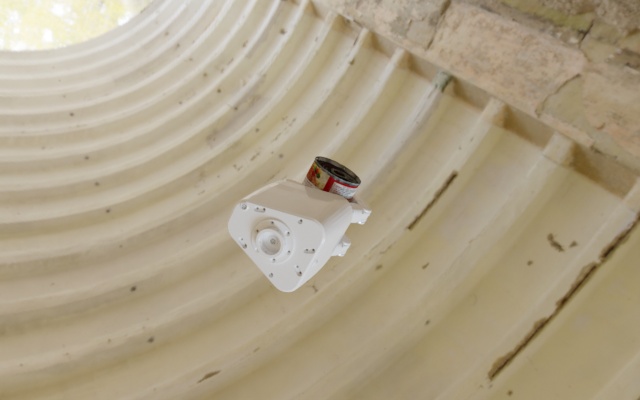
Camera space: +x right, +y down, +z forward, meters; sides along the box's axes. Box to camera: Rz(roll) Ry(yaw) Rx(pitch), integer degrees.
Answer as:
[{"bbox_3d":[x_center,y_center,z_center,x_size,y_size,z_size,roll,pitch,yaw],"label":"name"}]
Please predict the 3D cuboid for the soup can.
[{"bbox_3d":[0.000,0.002,0.634,0.068,0.102,0.068,26,19,-10],"label":"soup can"}]
